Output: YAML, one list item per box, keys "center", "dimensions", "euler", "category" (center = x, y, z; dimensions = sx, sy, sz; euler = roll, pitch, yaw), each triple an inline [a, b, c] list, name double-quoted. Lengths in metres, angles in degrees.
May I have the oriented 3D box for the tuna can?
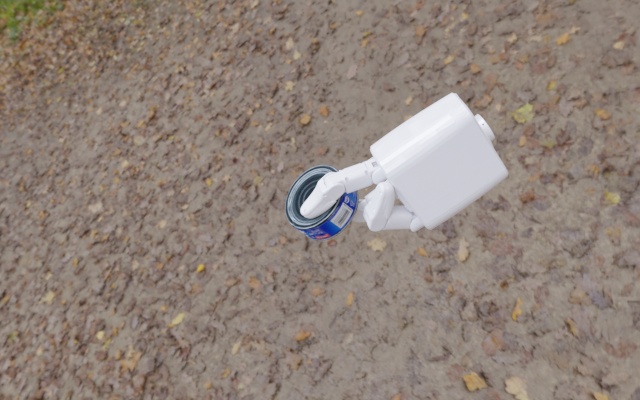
- center: [0.000, 0.002, 0.563]
  dimensions: [0.086, 0.086, 0.034]
  euler: [0, -26, 39]
  category: "tuna can"
